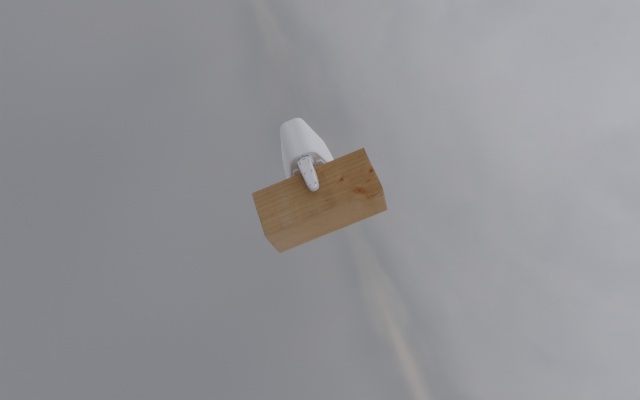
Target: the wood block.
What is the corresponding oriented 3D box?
[{"bbox_3d":[0.000,0.002,0.825,0.206,0.090,0.091,-22,-28,2],"label":"wood block"}]
